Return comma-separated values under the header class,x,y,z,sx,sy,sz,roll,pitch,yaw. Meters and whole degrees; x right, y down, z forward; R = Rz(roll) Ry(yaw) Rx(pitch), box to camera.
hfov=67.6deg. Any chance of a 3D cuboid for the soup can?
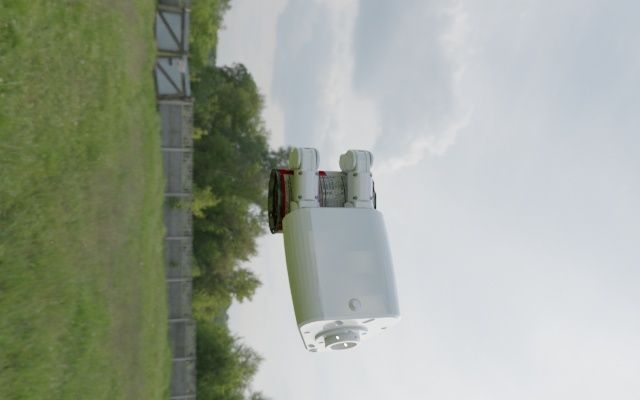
class,x,y,z,sx,sy,sz,roll,pitch,yaw
soup can,0.000,0.001,0.501,0.102,0.068,0.068,1,0,-15
